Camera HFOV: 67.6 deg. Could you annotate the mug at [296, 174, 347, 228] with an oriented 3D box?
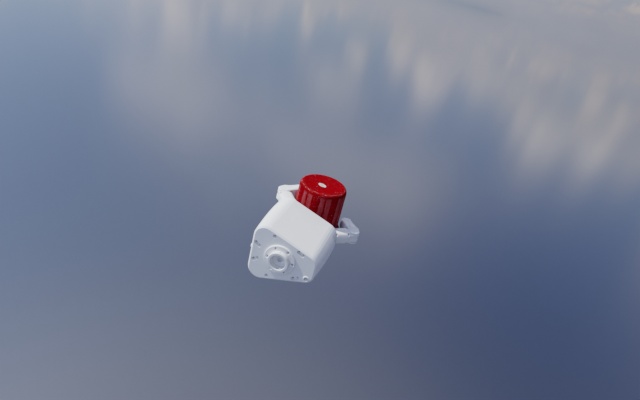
[{"bbox_3d":[0.001,0.002,0.833,0.093,0.081,0.117,19,27,8],"label":"mug"}]
